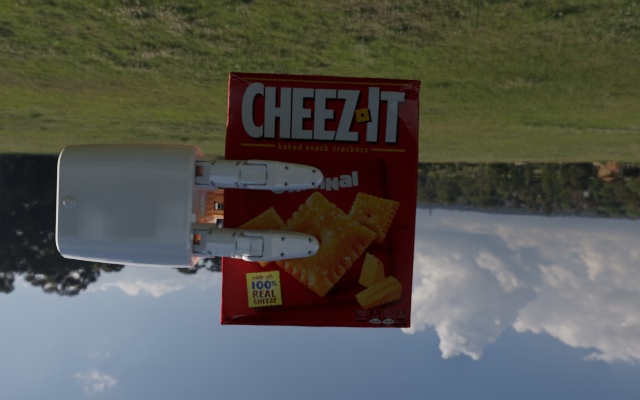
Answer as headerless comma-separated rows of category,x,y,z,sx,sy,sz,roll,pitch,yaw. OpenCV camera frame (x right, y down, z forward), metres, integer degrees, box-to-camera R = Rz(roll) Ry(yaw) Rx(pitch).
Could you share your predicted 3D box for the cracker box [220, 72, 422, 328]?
cracker box,0.000,0.002,0.424,0.164,0.213,0.072,2,2,-1
